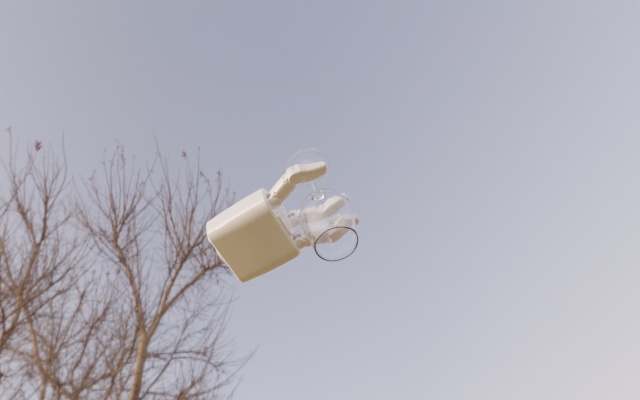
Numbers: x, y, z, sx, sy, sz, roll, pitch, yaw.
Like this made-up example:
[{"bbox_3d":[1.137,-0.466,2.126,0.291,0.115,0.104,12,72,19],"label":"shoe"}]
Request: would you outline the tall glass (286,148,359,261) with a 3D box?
[{"bbox_3d":[0.000,0.002,0.719,0.079,0.079,0.201,0,35,-16],"label":"tall glass"}]
